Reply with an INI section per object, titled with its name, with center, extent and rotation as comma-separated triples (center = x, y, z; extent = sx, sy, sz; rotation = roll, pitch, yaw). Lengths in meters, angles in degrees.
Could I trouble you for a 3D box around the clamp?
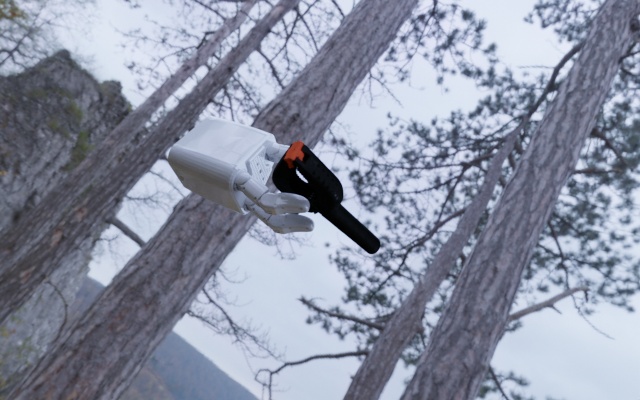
[clamp]
center = 0.000, 0.001, 0.620
extent = 0.164, 0.036, 0.210
rotation = 18, -27, 16
